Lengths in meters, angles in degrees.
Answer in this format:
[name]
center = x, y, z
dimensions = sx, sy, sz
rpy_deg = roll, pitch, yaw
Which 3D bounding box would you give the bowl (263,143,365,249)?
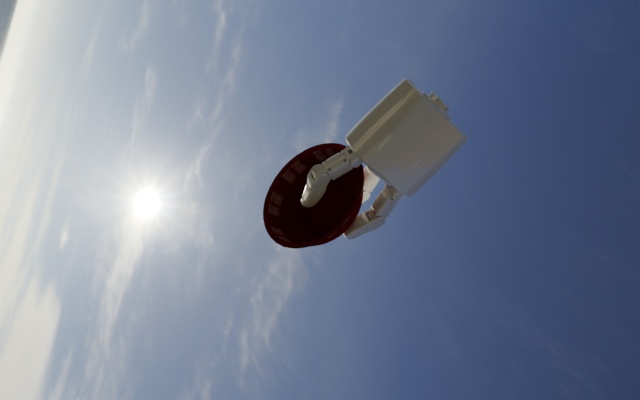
[bowl]
center = -0.001, 0.003, 0.659
dimensions = 0.162, 0.162, 0.055
rpy_deg = 0, -28, 37
